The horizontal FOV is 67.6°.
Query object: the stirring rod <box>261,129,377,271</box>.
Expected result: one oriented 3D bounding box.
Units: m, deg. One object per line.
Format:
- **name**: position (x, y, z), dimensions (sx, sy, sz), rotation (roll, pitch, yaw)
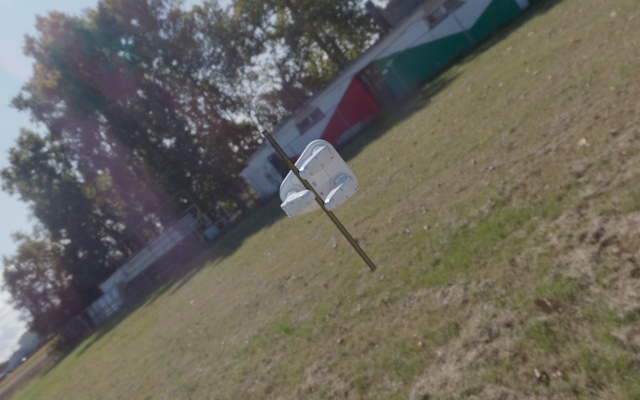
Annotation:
- **stirring rod**: position (0.000, 0.002, 0.640), dimensions (0.011, 0.239, 0.011), rotation (-38, 8, 6)
